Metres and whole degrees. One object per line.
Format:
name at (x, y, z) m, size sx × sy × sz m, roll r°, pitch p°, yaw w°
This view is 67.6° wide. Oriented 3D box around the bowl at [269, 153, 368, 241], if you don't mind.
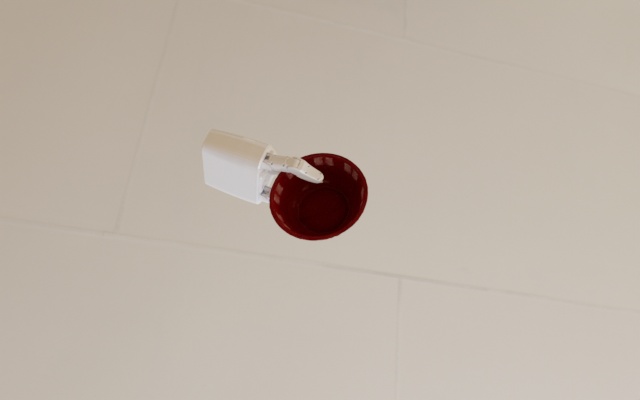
bowl at (0.001, 0.003, 0.785) m, size 0.162 × 0.162 × 0.055 m, roll 0°, pitch -29°, yaw 11°
